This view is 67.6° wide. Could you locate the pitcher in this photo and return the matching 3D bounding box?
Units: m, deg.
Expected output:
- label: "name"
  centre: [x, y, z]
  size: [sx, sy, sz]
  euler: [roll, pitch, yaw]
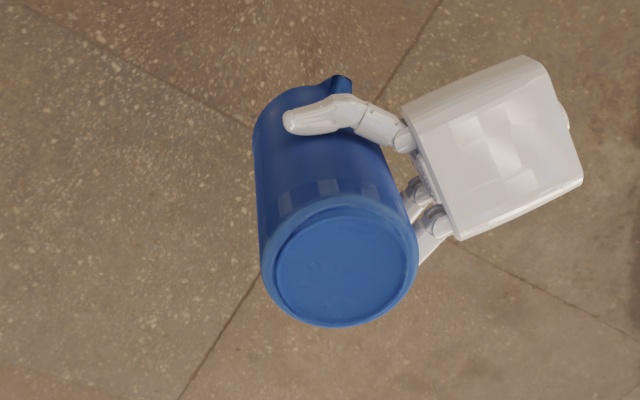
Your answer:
- label: "pitcher"
  centre: [0.000, 0.001, 0.422]
  size: [0.145, 0.149, 0.242]
  euler: [-23, 27, 6]
